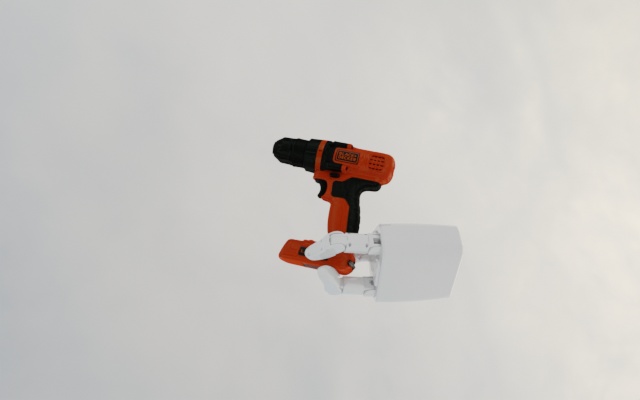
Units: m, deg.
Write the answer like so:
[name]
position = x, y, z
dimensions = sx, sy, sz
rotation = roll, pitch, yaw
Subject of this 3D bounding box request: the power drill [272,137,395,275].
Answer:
[power drill]
position = 0.000, 0.003, 0.682
dimensions = 0.184, 0.187, 0.057
rotation = 11, -13, 14
